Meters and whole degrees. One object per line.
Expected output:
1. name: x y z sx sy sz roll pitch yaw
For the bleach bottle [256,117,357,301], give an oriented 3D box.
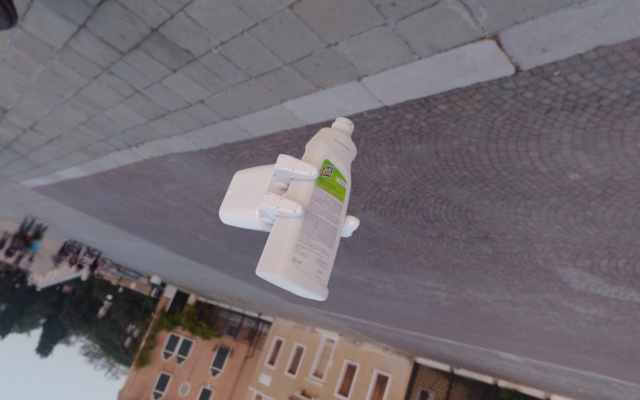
1. bleach bottle: 0.000 0.002 0.662 0.068 0.250 0.103 -1 -27 48
